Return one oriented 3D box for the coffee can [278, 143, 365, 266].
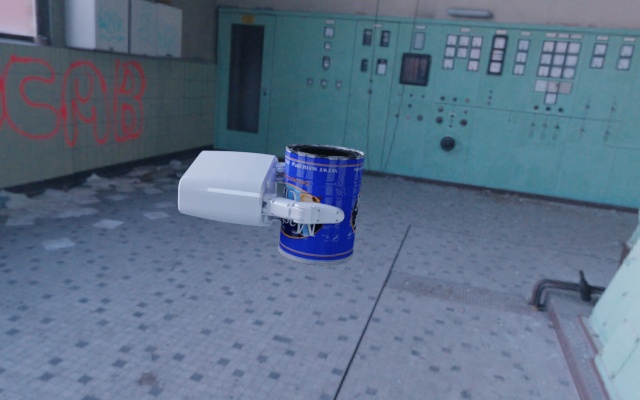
[{"bbox_3d":[0.000,0.002,0.632,0.103,0.140,0.102,5,14,-1],"label":"coffee can"}]
